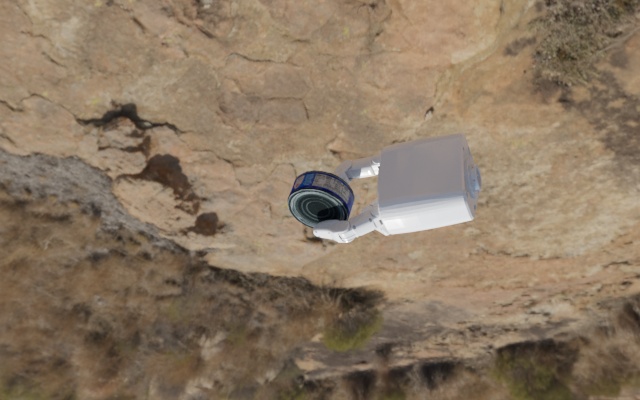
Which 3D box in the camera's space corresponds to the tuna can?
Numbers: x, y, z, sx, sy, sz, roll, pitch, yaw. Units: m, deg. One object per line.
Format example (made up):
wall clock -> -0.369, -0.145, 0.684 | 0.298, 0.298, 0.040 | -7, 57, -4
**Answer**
tuna can -> 0.000, 0.003, 0.635 | 0.086, 0.033, 0.086 | 12, -40, 10
